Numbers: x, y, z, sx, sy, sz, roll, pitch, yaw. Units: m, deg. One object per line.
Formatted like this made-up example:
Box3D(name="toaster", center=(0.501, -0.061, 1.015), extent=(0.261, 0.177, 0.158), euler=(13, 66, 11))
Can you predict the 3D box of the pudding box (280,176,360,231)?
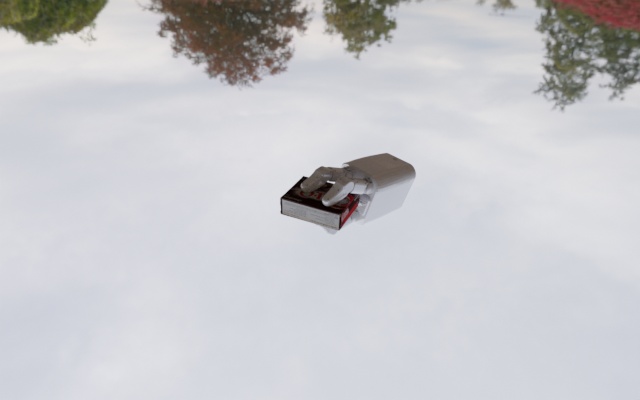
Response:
Box3D(name="pudding box", center=(0.000, 0.003, 0.817), extent=(0.113, 0.039, 0.090), euler=(13, 31, 20))
